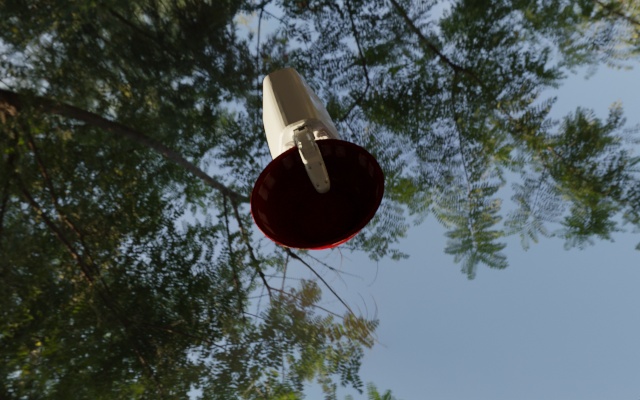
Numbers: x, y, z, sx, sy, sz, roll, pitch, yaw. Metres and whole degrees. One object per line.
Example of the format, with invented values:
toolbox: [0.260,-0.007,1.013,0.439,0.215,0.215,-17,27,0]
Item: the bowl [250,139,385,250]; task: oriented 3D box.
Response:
bowl: [0.000,0.003,0.580,0.162,0.162,0.055,0,-36,16]
